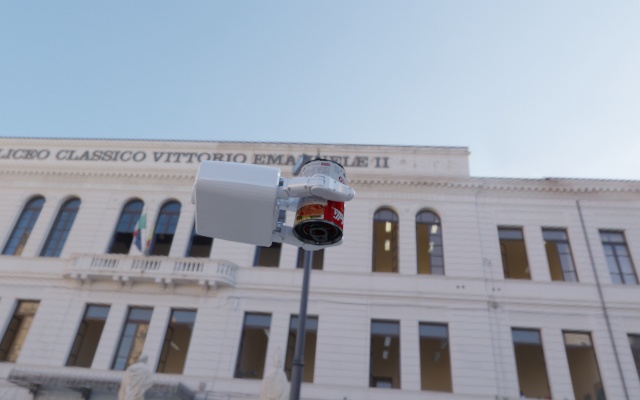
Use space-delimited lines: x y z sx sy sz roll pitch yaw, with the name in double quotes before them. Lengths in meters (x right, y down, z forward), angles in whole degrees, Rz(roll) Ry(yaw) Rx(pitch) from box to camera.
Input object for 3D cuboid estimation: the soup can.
"soup can" 0.001 0.002 0.661 0.068 0.102 0.068 4 -33 2
